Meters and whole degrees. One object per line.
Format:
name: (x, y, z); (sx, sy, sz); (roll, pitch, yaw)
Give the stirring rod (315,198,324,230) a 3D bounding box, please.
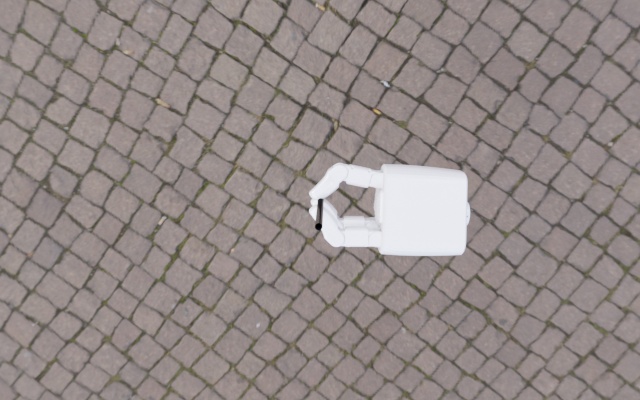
stirring rod: (0.000, 0.002, 0.612); (0.011, 0.011, 0.239); (0, 12, 1)
